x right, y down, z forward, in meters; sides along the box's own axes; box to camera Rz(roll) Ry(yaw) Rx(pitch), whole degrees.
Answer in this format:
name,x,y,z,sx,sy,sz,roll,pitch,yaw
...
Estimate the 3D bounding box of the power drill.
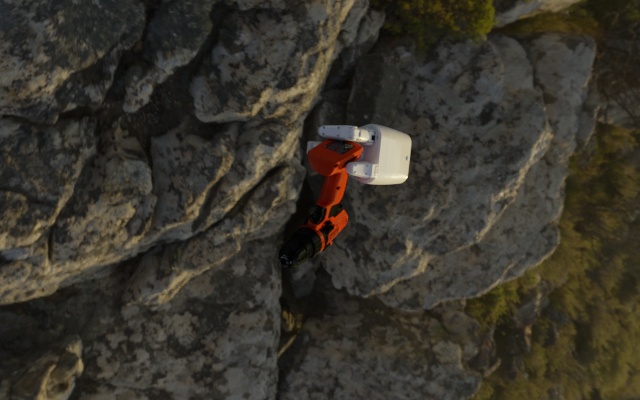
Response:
name,x,y,z,sx,sy,sz,roll,pitch,yaw
power drill,0.000,0.002,0.762,0.057,0.188,0.184,25,33,18
